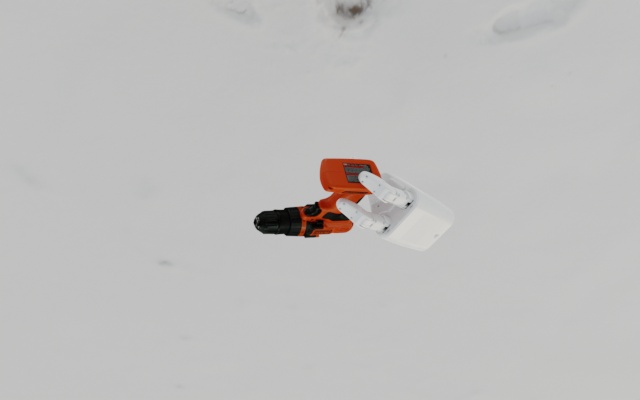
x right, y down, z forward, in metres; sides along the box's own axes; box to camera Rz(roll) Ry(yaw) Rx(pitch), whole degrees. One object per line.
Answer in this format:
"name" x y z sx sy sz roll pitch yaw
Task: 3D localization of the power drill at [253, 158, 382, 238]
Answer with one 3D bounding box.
"power drill" 0.001 0.002 0.777 0.184 0.057 0.188 -2 -27 -28
